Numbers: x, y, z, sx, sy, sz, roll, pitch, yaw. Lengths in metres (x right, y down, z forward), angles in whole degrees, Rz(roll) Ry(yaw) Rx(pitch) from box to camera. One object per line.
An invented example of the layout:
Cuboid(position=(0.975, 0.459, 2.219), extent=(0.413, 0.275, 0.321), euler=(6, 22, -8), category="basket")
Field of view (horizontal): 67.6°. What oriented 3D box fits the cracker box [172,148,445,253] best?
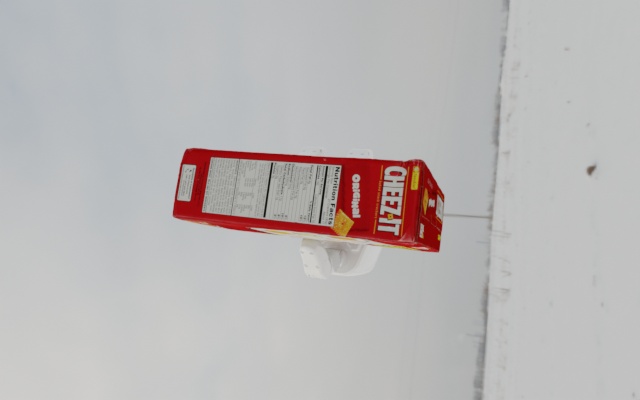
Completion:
Cuboid(position=(0.000, 0.002, 0.453), extent=(0.213, 0.072, 0.164), euler=(5, -6, 20), category="cracker box")
